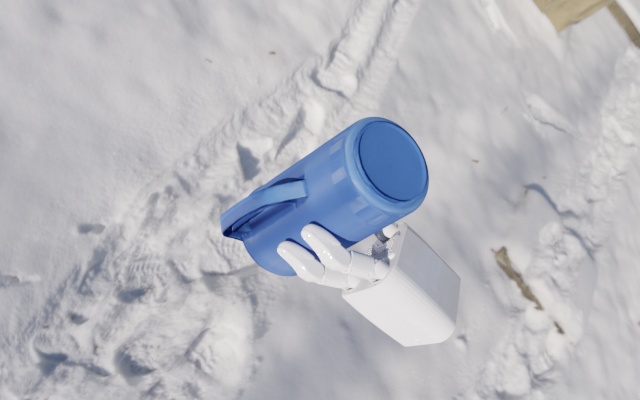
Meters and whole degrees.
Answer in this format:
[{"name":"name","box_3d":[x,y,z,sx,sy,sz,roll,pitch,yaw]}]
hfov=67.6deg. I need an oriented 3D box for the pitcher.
[{"name":"pitcher","box_3d":[0.000,0.002,0.560,0.243,0.145,0.149,-33,17,52]}]
